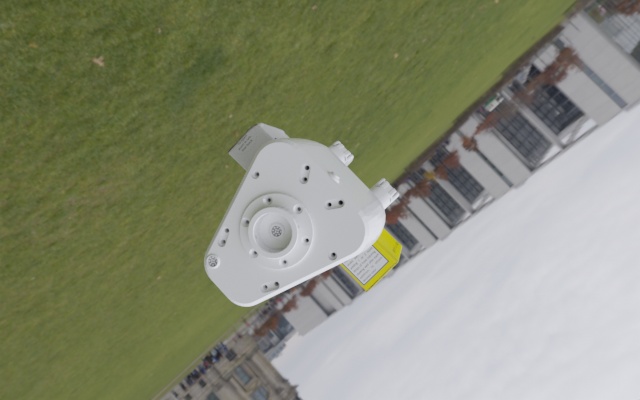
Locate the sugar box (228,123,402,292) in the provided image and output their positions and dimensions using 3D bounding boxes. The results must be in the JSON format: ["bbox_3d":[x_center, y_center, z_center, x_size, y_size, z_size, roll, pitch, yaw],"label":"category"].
[{"bbox_3d":[0.001,0.001,0.457,0.048,0.176,0.093,-44,-5,10],"label":"sugar box"}]
